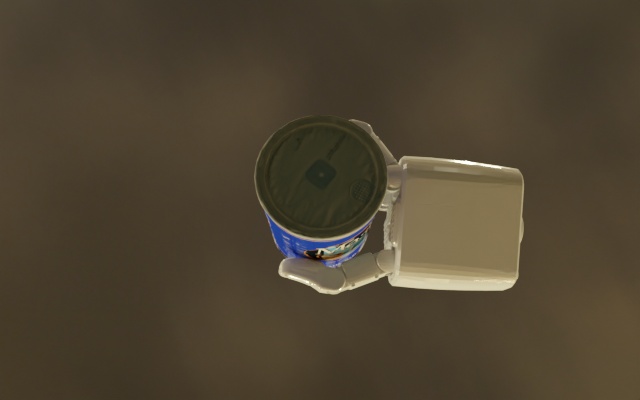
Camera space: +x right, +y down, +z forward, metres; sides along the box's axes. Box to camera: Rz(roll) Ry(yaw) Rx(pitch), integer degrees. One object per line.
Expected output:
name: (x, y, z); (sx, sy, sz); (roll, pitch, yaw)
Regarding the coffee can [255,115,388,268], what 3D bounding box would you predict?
coffee can: (0.000, 0.001, 0.431); (0.103, 0.102, 0.140); (0, -18, -1)
